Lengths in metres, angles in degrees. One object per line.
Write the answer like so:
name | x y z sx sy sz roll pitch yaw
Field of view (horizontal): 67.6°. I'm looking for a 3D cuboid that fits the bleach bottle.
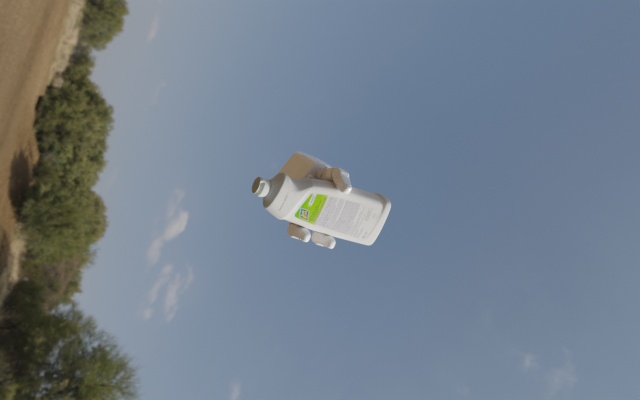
bleach bottle | 0.000 0.003 0.839 0.251 0.102 0.068 19 9 -31
